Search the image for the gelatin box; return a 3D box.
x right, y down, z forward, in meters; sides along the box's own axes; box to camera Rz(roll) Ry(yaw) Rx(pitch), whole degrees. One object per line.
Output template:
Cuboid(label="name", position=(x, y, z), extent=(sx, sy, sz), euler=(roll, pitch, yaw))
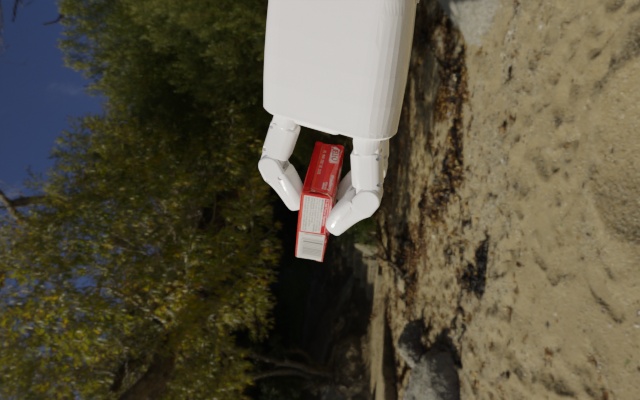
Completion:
Cuboid(label="gelatin box", position=(0.000, 0.002, 0.452), extent=(0.030, 0.089, 0.073), euler=(11, 43, 3))
